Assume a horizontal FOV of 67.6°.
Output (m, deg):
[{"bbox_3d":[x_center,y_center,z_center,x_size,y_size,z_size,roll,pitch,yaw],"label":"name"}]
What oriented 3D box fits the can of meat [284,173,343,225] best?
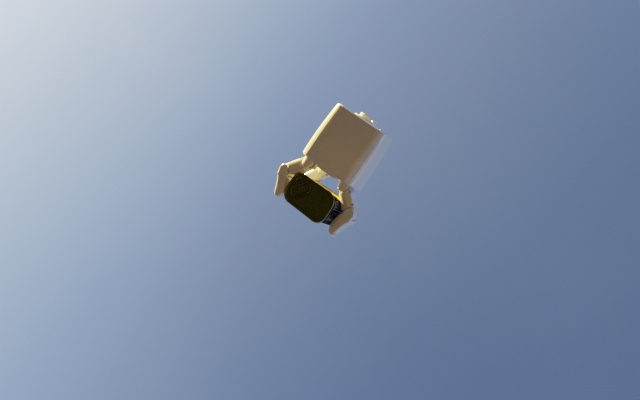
[{"bbox_3d":[0.000,0.003,0.839,0.102,0.057,0.084,36,8,33],"label":"can of meat"}]
